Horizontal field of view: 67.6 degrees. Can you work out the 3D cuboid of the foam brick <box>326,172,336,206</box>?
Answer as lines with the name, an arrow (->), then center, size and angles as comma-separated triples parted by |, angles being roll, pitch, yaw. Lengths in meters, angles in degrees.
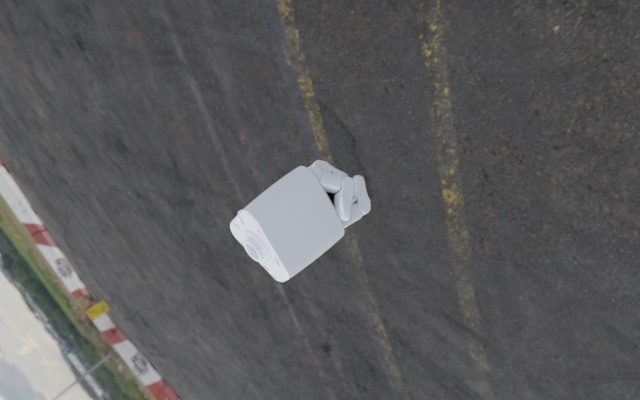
foam brick -> 0.000, 0.002, 0.701 | 0.051, 0.053, 0.078 | -39, 1, -30
